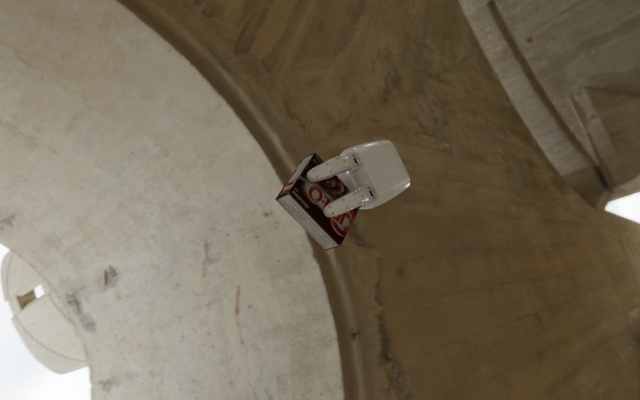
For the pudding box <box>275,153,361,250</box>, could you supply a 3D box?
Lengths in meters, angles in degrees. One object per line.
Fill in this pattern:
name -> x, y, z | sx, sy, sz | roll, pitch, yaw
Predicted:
pudding box -> 0.000, 0.002, 0.692 | 0.039, 0.113, 0.090 | -27, 25, 45
